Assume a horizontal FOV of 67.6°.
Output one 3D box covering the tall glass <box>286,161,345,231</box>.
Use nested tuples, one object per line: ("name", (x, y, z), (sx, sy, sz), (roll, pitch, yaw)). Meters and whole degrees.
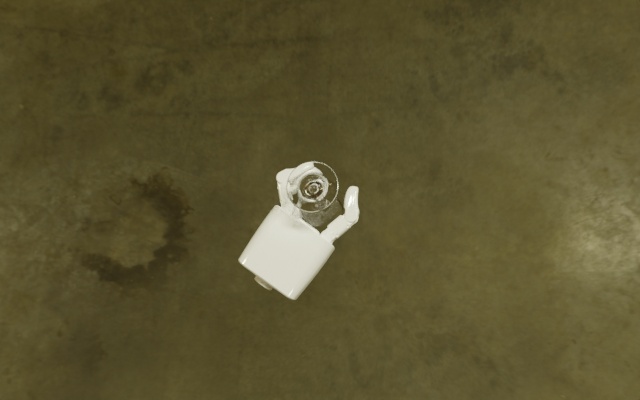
("tall glass", (0.000, 0.002, 0.766), (0.079, 0.079, 0.201), (0, -13, 7))
